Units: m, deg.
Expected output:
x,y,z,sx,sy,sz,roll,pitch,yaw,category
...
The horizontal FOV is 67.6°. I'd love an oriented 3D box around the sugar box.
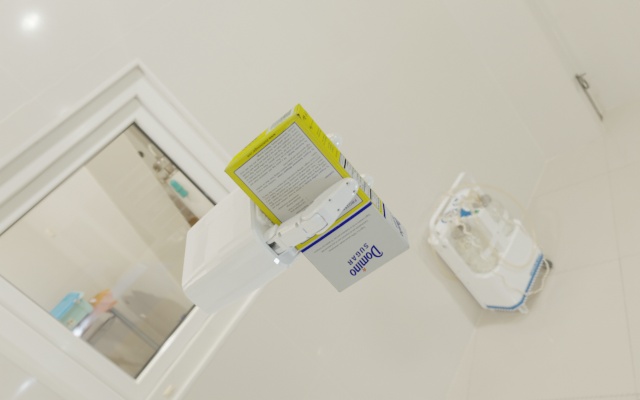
x,y,z,sx,sy,sz,roll,pitch,yaw,category
0.000,0.001,0.479,0.093,0.176,0.048,-35,20,19,sugar box
